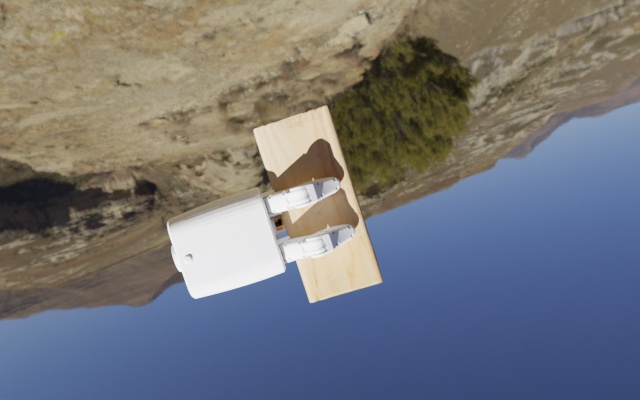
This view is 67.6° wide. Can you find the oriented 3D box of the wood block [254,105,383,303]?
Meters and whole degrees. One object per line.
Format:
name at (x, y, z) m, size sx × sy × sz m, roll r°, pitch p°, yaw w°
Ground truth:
wood block at (0.000, 0.002, 0.574) m, size 0.090 × 0.206 × 0.091 m, roll -17°, pitch 5°, yaw 4°
